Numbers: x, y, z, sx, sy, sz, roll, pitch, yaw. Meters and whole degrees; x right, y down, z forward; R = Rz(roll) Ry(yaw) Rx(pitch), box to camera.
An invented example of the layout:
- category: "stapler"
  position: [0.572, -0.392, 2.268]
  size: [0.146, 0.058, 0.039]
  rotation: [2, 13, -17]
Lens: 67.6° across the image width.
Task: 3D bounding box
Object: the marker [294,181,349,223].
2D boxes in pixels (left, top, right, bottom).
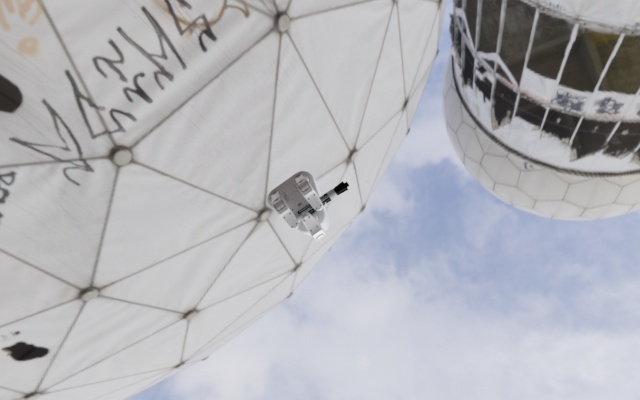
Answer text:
- category: "marker"
  position: [0.000, 0.003, 0.869]
  size: [0.121, 0.020, 0.020]
  rotation: [-34, -1, 1]
